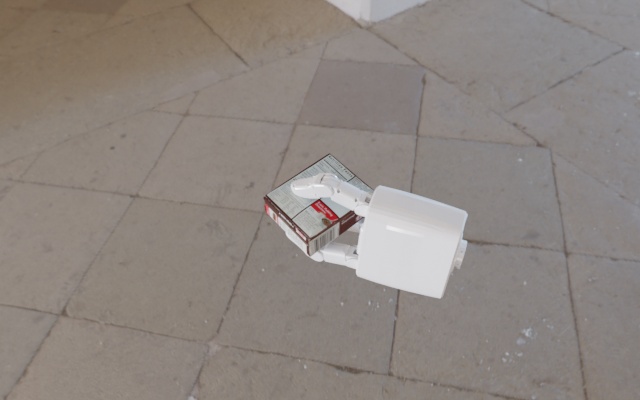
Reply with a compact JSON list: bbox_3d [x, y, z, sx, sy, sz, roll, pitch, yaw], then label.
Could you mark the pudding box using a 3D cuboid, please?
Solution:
[{"bbox_3d":[0.000,0.002,0.593,0.113,0.039,0.090,-33,59,-25],"label":"pudding box"}]
